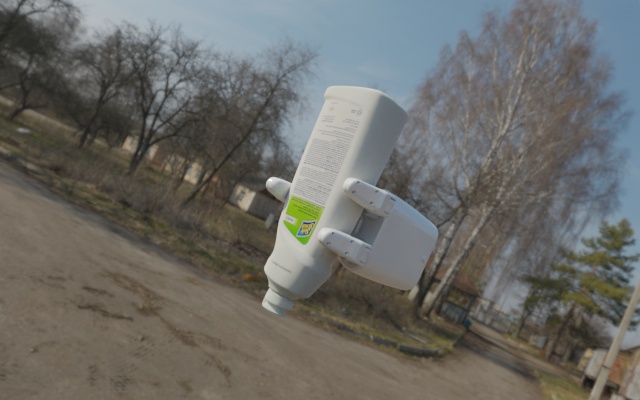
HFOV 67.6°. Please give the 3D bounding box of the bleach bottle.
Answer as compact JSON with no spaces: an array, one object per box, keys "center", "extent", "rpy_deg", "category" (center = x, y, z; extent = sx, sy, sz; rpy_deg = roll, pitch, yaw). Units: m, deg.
[{"center":[0.000,0.002,0.519],"extent":[0.068,0.251,0.102],"rpy_deg":[29,-5,-38],"category":"bleach bottle"}]
